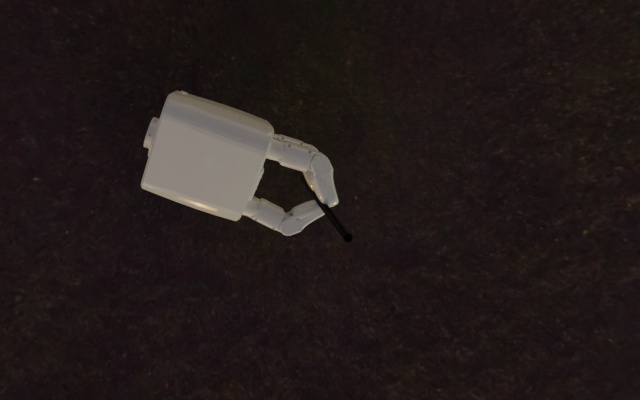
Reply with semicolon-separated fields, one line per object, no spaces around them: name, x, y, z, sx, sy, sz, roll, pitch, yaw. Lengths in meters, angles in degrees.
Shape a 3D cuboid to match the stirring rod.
stirring rod;0.000;0.002;0.525;0.011;0.011;0.239;0;15;-12
